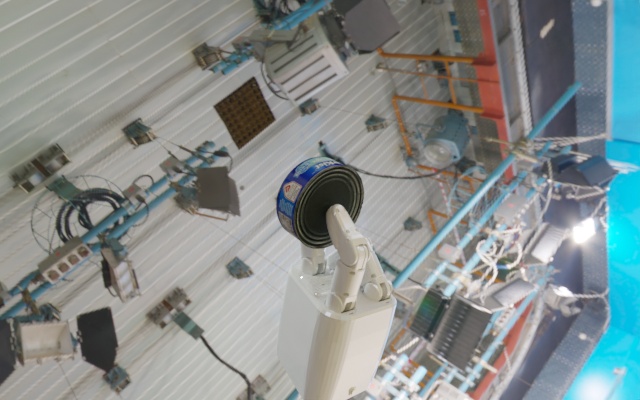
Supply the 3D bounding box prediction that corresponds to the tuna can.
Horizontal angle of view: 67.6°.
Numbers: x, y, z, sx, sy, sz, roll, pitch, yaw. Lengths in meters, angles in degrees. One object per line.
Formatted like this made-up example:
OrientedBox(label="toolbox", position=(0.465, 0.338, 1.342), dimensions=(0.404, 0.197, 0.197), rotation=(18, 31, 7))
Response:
OrientedBox(label="tuna can", position=(0.000, 0.001, 0.464), dimensions=(0.086, 0.086, 0.033), rotation=(0, 22, -42))
